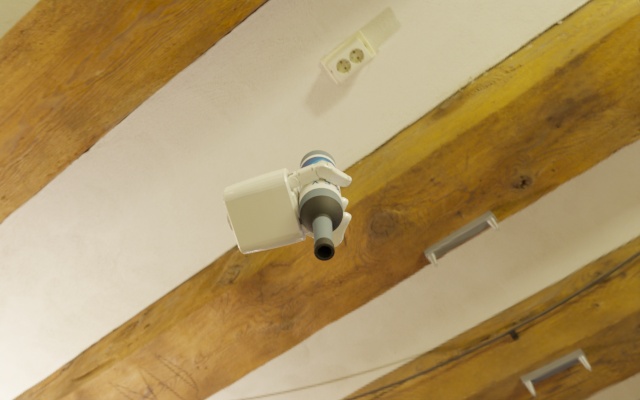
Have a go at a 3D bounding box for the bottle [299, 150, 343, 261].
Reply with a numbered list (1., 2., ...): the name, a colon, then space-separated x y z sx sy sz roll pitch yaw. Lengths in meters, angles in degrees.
1. bottle: 0.000 0.002 0.750 0.069 0.069 0.295 0 26 -2
